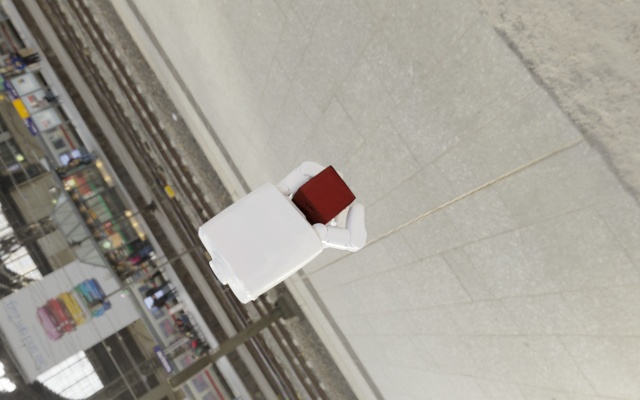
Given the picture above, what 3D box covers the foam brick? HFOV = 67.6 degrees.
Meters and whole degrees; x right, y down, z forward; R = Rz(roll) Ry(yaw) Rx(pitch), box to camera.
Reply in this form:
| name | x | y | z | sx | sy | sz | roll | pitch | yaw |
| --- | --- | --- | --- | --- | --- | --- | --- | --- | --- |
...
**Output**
| name | x | y | z | sx | sy | sz | roll | pitch | yaw |
| --- | --- | --- | --- | --- | --- | --- | --- | --- | --- |
| foam brick | 0.000 | 0.002 | 0.597 | 0.051 | 0.053 | 0.078 | -36 | -6 | -23 |
